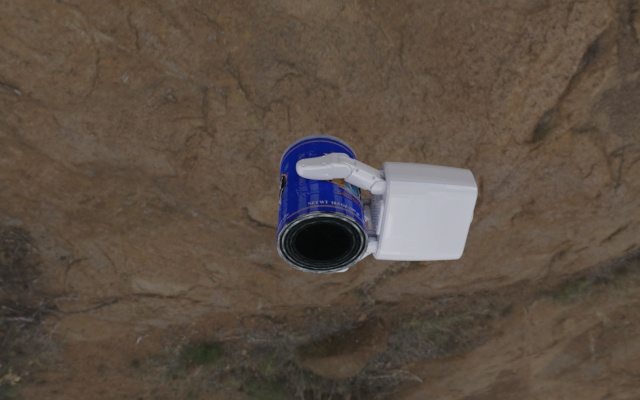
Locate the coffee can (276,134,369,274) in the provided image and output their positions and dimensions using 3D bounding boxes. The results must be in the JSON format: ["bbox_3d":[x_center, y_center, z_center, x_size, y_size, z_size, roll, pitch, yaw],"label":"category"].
[{"bbox_3d":[0.000,0.002,0.580,0.103,0.103,0.140,0,43,-3],"label":"coffee can"}]
